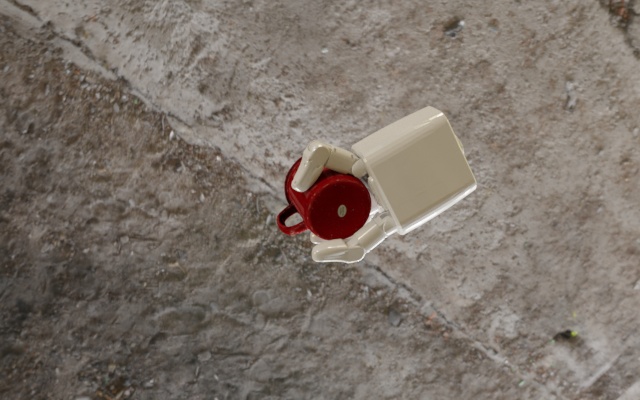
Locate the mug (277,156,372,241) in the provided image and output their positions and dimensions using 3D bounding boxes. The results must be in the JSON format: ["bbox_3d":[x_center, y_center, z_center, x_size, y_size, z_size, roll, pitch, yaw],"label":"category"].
[{"bbox_3d":[-0.001,0.003,0.572,0.117,0.093,0.081,-30,29,-3],"label":"mug"}]
